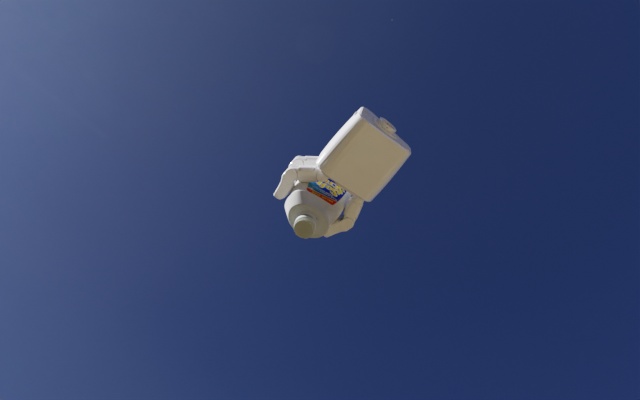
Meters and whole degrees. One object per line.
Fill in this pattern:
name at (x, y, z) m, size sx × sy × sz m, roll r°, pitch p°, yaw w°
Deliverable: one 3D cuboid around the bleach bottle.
bleach bottle at (0.000, 0.003, 0.789) m, size 0.102 × 0.068 × 0.250 m, roll 38°, pitch 21°, yaw -7°
